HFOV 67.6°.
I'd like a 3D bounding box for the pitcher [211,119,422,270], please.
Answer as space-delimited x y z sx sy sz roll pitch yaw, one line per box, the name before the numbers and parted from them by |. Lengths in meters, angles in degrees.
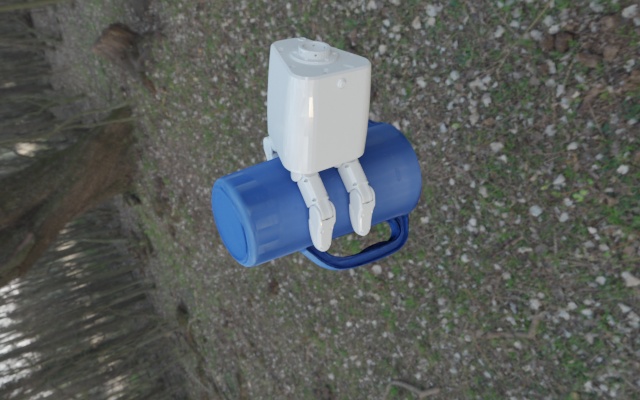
pitcher | 0.000 0.002 0.593 0.243 0.145 0.149 -20 44 -28
